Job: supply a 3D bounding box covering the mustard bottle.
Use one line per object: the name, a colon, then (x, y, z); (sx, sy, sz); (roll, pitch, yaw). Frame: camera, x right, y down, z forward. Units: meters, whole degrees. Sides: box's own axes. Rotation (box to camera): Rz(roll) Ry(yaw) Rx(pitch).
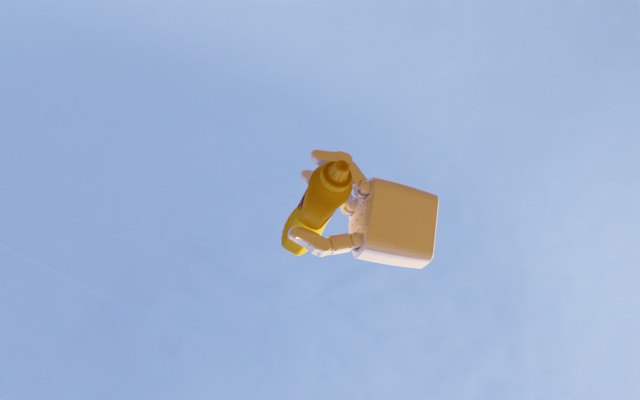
mustard bottle: (0.000, 0.002, 0.671); (0.058, 0.096, 0.192); (33, -34, 0)
